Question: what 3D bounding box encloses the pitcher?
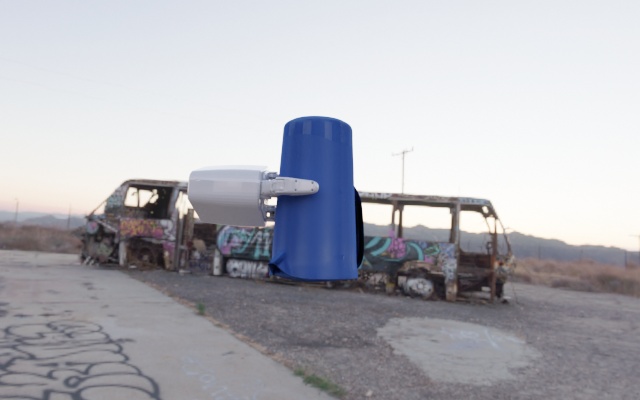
[{"bbox_3d":[0.000,0.002,0.735,0.145,0.243,0.149,2,-6,2],"label":"pitcher"}]
